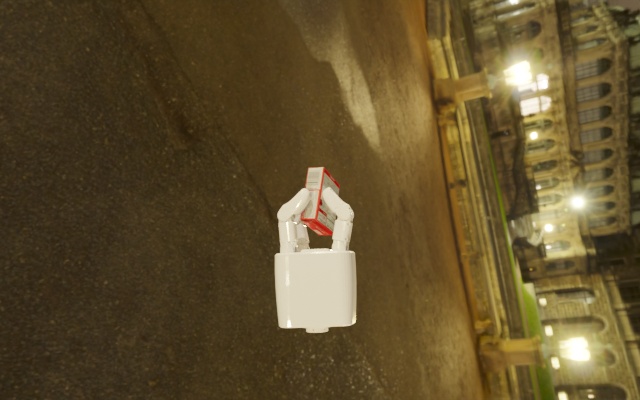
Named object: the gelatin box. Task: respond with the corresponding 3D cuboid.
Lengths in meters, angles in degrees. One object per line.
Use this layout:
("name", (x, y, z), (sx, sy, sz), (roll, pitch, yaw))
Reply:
("gelatin box", (0.001, 0.002, 0.745), (0.030, 0.089, 0.073), (0, -20, 24))
